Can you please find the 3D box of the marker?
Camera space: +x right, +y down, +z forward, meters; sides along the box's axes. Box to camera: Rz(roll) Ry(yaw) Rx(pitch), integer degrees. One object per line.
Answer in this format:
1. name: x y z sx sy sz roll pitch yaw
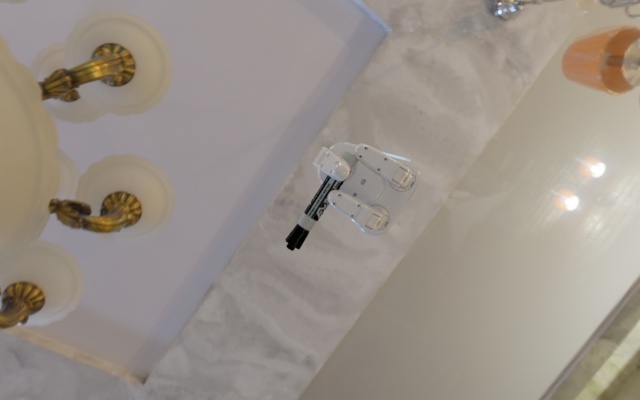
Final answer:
1. marker: 0.000 0.002 0.503 0.020 0.121 0.020 33 7 -4
